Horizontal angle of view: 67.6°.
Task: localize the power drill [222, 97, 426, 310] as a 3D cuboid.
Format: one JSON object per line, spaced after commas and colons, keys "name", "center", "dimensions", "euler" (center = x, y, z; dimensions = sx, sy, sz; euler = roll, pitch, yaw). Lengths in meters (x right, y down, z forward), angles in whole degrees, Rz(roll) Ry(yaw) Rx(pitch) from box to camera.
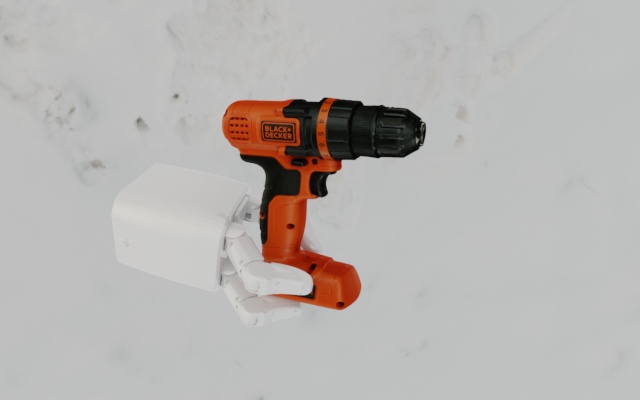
{"name": "power drill", "center": [0.000, 0.002, 0.434], "dimensions": [0.184, 0.188, 0.057], "euler": [8, 19, 25]}
